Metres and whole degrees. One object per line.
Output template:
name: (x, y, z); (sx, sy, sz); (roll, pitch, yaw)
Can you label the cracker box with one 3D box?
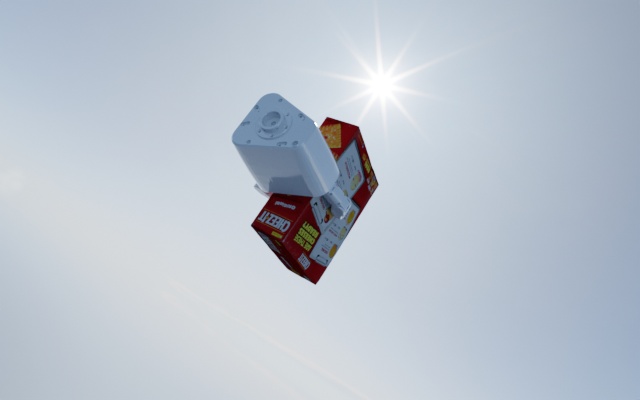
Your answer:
cracker box: (0.000, 0.002, 0.757); (0.072, 0.213, 0.164); (23, -21, 30)
